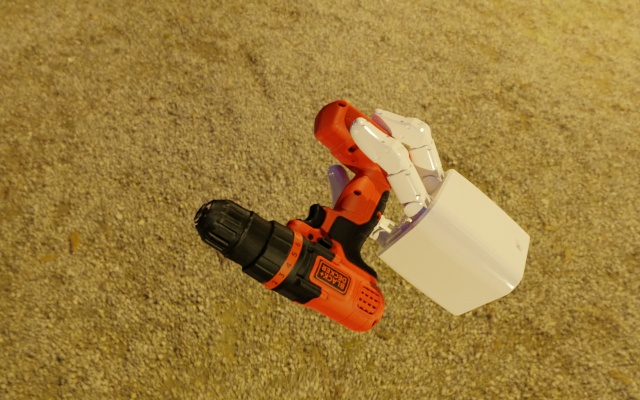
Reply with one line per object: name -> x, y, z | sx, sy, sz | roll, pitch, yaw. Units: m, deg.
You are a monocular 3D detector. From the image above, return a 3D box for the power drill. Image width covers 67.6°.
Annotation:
power drill -> 0.000, 0.001, 0.436 | 0.184, 0.187, 0.057 | 35, -29, -21
